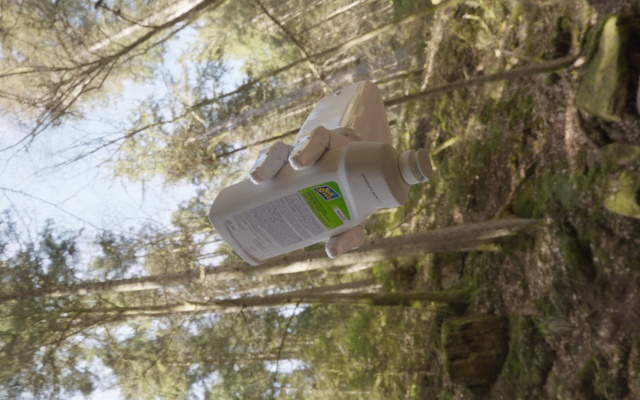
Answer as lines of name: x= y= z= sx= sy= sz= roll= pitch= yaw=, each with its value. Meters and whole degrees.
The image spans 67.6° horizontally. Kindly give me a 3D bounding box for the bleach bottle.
bleach bottle: x=0.000 y=0.002 z=0.501 sx=0.251 sy=0.068 sz=0.103 roll=-16 pitch=-53 yaw=35
